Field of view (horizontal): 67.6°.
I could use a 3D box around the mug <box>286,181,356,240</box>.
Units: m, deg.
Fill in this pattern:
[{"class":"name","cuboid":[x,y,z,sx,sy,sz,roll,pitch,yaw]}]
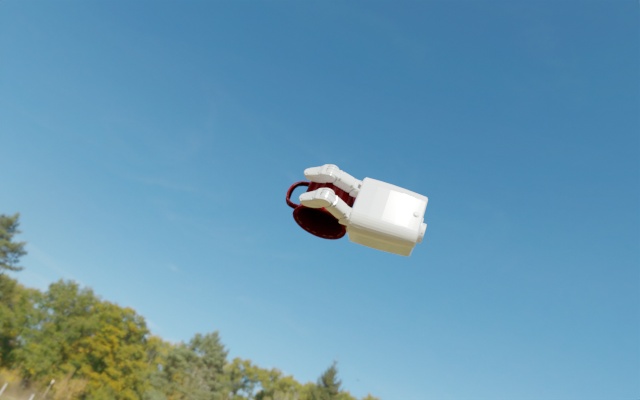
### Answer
[{"class":"mug","cuboid":[-0.001,0.002,0.798,0.117,0.081,0.093,18,-31,10]}]
